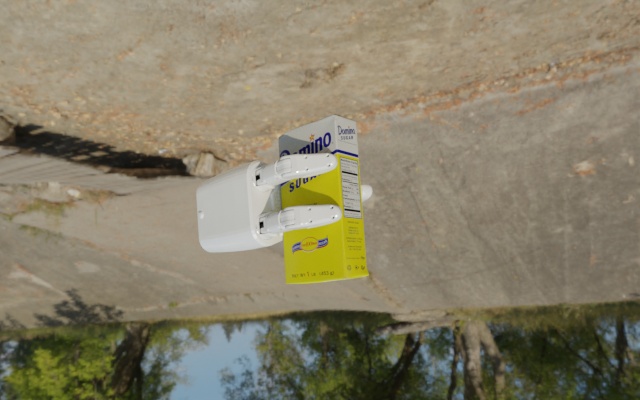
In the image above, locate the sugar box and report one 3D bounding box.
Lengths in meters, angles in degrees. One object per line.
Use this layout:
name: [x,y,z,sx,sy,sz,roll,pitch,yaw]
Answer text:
sugar box: [0.000,0.002,0.534,0.093,0.176,0.048,-14,-12,41]
